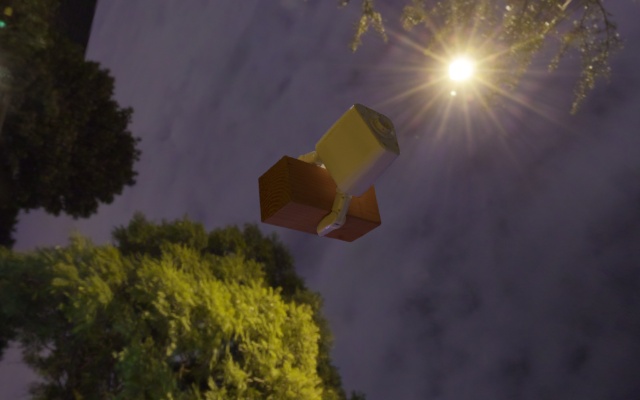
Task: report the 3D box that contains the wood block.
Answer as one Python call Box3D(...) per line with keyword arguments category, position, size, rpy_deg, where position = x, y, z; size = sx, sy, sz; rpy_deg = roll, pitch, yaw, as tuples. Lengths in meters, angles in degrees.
Box3D(category="wood block", position=(0.001, 0.003, 0.857), size=(0.206, 0.090, 0.090), rpy_deg=(16, -36, -37))
